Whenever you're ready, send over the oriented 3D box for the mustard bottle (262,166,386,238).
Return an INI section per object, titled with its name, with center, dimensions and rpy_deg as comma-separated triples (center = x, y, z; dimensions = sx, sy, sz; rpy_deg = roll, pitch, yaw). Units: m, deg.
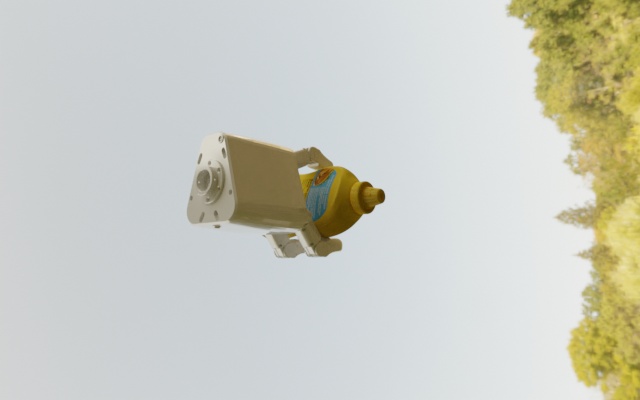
[mustard bottle]
center = 0.000, 0.002, 0.630
dimensions = 0.191, 0.096, 0.058
rpy_deg = -6, -34, 40
